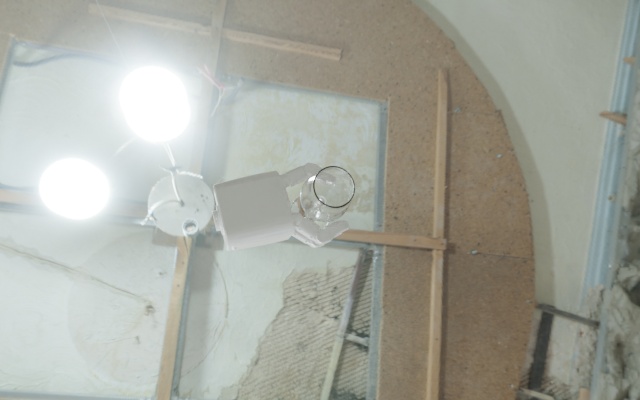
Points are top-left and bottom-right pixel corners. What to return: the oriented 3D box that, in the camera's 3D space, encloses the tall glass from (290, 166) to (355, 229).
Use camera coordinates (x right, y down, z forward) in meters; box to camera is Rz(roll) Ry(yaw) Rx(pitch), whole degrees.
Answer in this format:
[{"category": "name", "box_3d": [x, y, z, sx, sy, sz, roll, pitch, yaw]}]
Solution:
[{"category": "tall glass", "box_3d": [0.000, 0.003, 0.771, 0.079, 0.079, 0.201, 0, -13, -12]}]
